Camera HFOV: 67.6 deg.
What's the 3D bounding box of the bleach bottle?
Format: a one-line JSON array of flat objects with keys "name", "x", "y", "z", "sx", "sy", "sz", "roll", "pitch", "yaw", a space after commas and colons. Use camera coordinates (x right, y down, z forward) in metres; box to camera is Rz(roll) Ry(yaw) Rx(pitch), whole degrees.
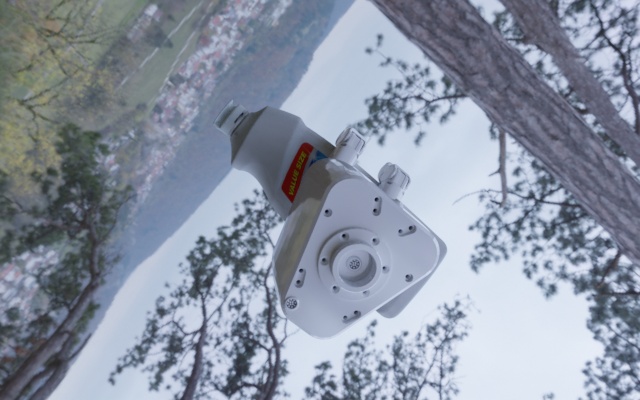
[{"name": "bleach bottle", "x": 0.000, "y": 0.001, "z": 0.465, "sx": 0.251, "sy": 0.102, "sz": 0.068, "roll": 39, "pitch": 1, "yaw": -11}]
